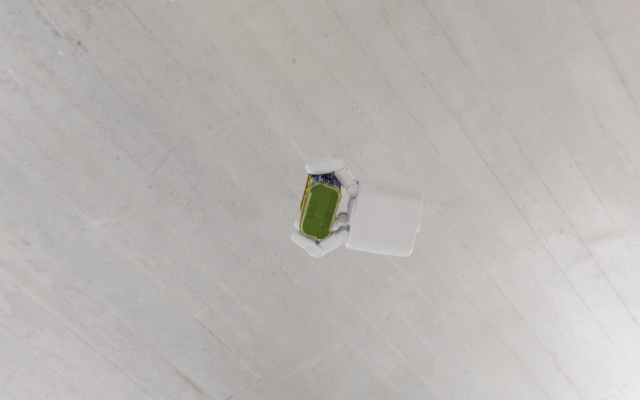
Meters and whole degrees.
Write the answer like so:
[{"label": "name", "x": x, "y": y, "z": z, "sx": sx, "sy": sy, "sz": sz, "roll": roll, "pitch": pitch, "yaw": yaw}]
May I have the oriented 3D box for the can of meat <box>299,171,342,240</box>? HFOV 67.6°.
[{"label": "can of meat", "x": 0.000, "y": 0.003, "z": 0.775, "sx": 0.057, "sy": 0.102, "sz": 0.084, "roll": 13, "pitch": 23, "yaw": -5}]
